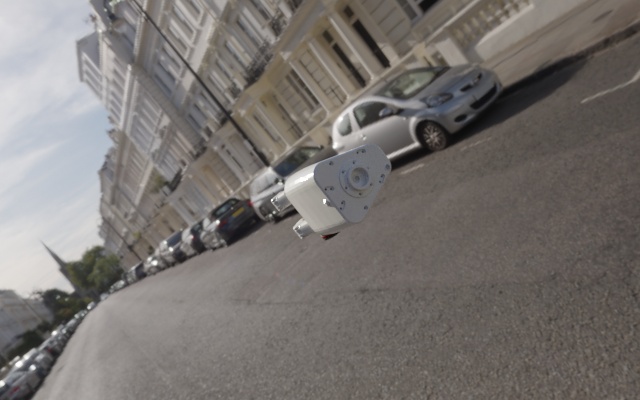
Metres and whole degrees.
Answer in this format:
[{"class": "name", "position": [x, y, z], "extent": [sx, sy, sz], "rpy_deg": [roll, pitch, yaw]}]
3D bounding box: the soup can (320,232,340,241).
[{"class": "soup can", "position": [0.000, 0.002, 0.747], "extent": [0.068, 0.102, 0.068], "rpy_deg": [-38, 7, 6]}]
